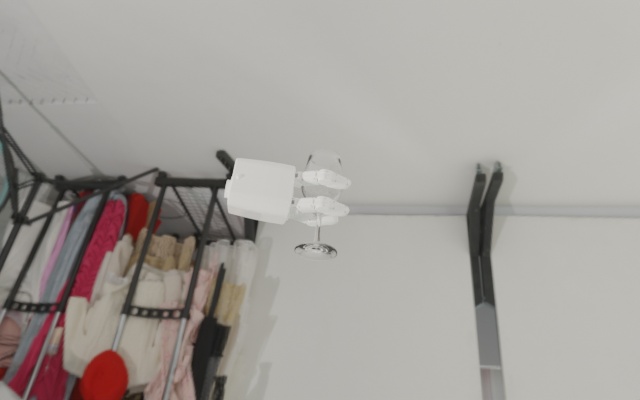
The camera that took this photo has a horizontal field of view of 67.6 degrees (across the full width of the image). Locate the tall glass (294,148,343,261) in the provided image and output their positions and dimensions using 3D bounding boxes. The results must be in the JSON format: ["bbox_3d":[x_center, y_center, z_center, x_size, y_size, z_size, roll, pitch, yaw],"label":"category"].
[{"bbox_3d":[0.000,0.003,0.868,0.079,0.201,0.079,4,-30,3],"label":"tall glass"}]
